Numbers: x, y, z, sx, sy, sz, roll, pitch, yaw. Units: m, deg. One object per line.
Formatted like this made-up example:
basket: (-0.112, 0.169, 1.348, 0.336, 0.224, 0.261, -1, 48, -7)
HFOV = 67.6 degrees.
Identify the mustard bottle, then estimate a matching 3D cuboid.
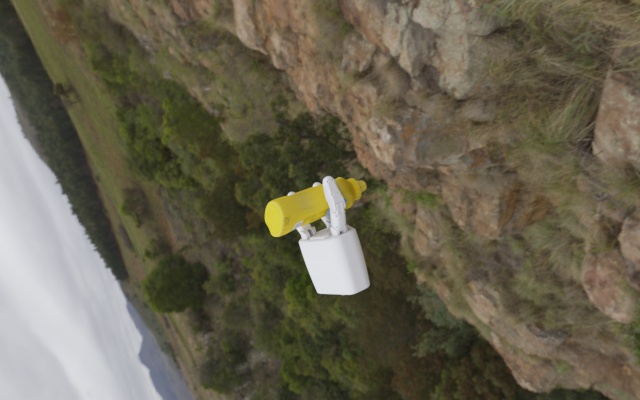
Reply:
mustard bottle: (0.000, 0.003, 0.847, 0.191, 0.058, 0.096, -20, -18, -24)
